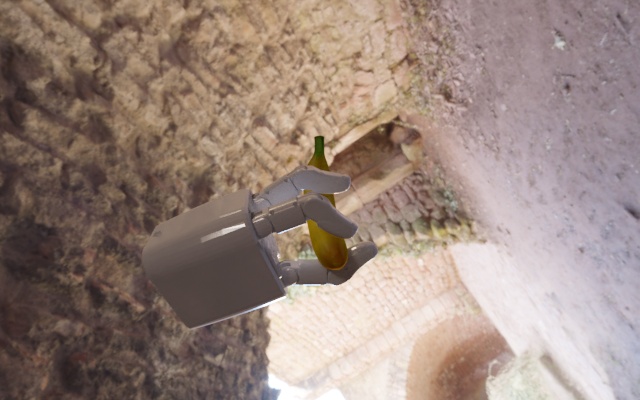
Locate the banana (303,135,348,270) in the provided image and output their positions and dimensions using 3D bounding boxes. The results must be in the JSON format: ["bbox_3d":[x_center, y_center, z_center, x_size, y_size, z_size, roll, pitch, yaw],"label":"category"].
[{"bbox_3d":[0.002,0.013,0.524,0.037,0.070,0.197,-9,44,-1],"label":"banana"}]
